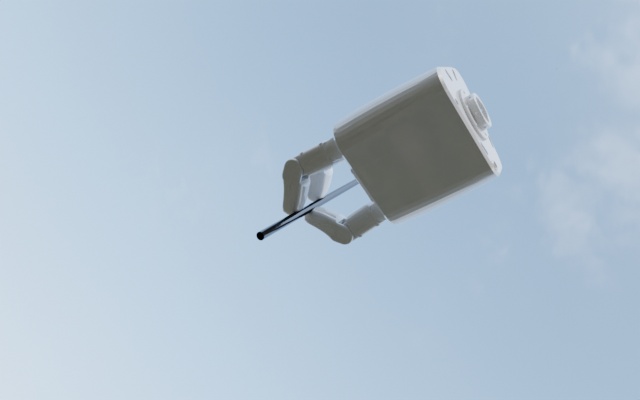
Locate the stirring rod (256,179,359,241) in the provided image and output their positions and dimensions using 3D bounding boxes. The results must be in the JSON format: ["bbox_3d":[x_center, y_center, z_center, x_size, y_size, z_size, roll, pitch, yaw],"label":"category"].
[{"bbox_3d":[0.000,0.002,0.512,0.011,0.011,0.239,0,14,26],"label":"stirring rod"}]
